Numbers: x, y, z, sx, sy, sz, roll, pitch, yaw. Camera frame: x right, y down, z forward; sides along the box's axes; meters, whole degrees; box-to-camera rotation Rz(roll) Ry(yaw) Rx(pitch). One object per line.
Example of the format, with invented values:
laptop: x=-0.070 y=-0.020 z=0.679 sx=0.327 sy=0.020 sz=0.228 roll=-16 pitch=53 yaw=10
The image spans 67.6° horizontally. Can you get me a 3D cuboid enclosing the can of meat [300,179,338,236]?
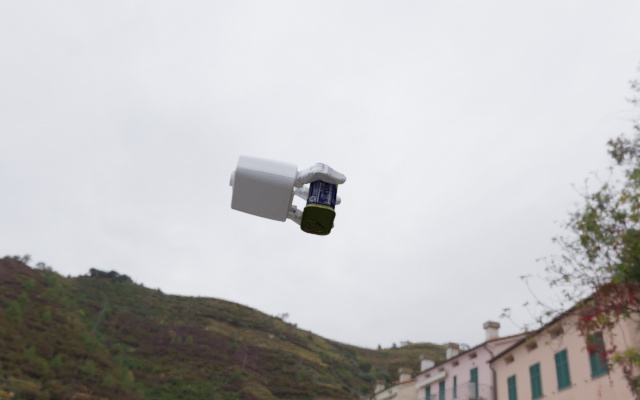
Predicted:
can of meat: x=0.000 y=0.002 z=0.860 sx=0.057 sy=0.084 sz=0.102 roll=10 pitch=-32 yaw=-2
